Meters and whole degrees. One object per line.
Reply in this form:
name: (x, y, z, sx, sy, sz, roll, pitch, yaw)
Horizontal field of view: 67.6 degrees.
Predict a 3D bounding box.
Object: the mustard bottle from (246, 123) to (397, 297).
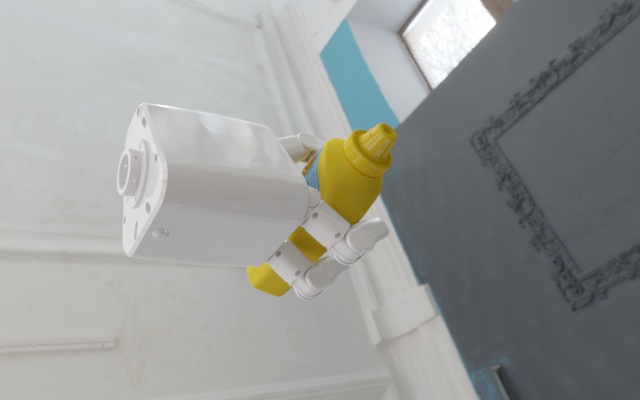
mustard bottle: (0.000, 0.002, 0.424, 0.058, 0.096, 0.192, 27, -49, -19)
